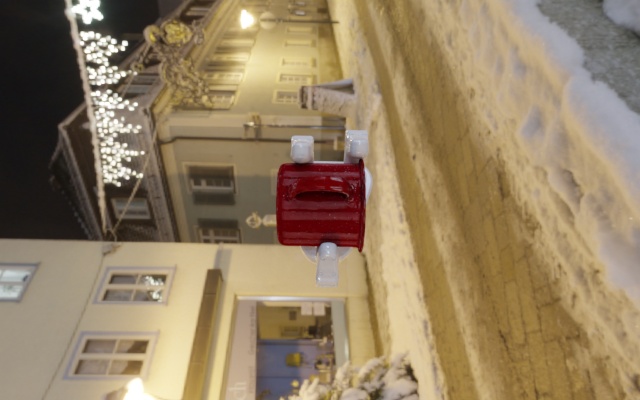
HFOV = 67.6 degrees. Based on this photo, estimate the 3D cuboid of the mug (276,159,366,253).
[{"bbox_3d":[0.000,0.001,0.456,0.081,0.093,0.117,1,-13,0],"label":"mug"}]
